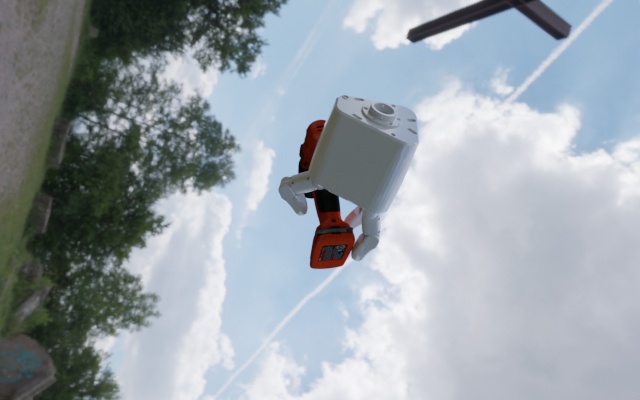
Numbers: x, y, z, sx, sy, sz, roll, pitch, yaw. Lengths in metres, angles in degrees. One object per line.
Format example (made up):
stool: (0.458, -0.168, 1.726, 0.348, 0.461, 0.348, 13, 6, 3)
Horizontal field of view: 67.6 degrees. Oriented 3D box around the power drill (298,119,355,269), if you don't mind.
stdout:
power drill: (0.000, 0.003, 0.710, 0.057, 0.187, 0.184, -5, -28, -9)
